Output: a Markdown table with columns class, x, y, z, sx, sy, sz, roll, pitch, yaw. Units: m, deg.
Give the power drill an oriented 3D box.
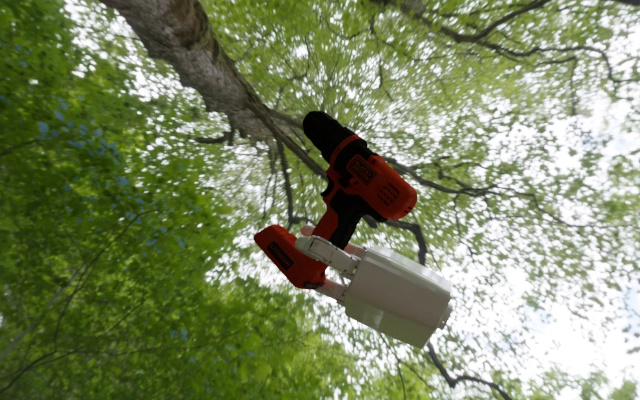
| class | x | y | z | sx | sy | sz | roll | pitch | yaw |
| --- | --- | --- | --- | --- | --- | --- | --- | --- | --- |
| power drill | 0.000 | 0.002 | 0.596 | 0.184 | 0.188 | 0.057 | 46 | 15 | 26 |
